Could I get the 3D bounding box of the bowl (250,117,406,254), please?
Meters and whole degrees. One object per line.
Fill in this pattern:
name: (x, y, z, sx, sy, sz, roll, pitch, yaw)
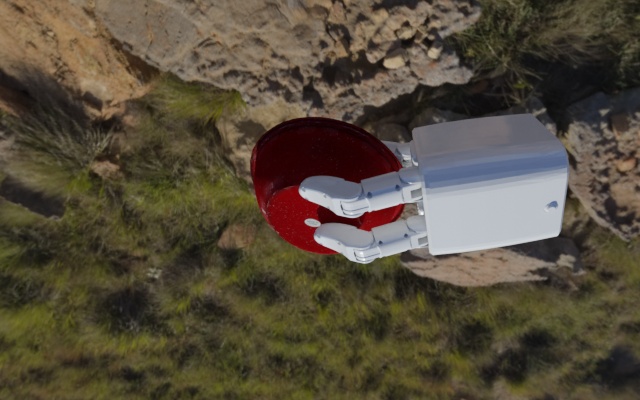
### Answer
bowl: (-0.001, 0.002, 0.460, 0.162, 0.162, 0.055, 0, 43, 20)
